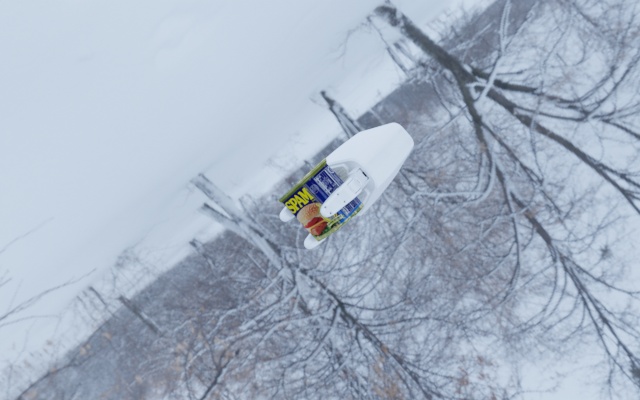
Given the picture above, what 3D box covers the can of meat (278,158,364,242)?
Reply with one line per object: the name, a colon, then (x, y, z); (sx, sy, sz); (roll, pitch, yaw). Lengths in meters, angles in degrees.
can of meat: (0.000, 0.002, 0.664); (0.057, 0.084, 0.102); (-45, 4, -34)
